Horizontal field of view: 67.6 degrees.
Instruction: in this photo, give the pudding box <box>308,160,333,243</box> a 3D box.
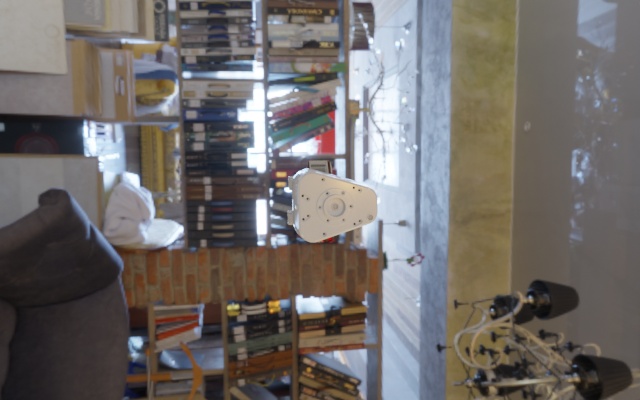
[{"bbox_3d":[0.000,0.003,0.785,0.039,0.113,0.090,-1,-24,-3],"label":"pudding box"}]
